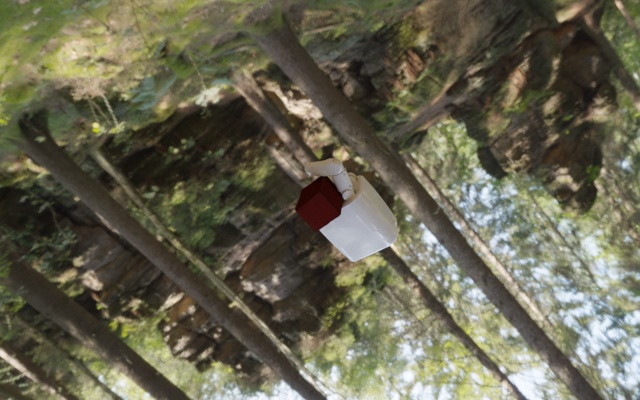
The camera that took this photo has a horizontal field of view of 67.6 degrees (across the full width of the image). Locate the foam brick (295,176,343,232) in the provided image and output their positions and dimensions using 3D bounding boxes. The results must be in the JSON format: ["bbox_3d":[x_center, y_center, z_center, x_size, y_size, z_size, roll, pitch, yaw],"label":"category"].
[{"bbox_3d":[0.000,0.003,0.755,0.053,0.051,0.078,-35,16,21],"label":"foam brick"}]
